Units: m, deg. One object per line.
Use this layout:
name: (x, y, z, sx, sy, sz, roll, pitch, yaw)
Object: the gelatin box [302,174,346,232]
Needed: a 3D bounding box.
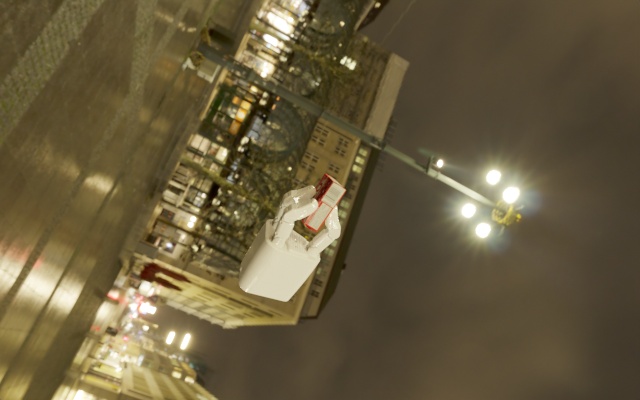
gelatin box: (0.001, 0.003, 0.817, 0.030, 0.089, 0.073, 33, 6, -16)
